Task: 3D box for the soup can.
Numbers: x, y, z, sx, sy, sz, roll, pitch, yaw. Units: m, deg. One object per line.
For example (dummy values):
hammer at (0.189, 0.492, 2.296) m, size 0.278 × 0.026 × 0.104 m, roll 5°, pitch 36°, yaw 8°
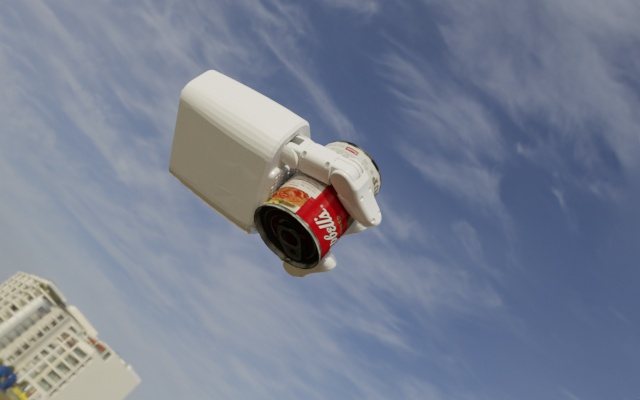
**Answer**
soup can at (0.001, 0.001, 0.418) m, size 0.068 × 0.068 × 0.102 m, roll 0°, pitch 36°, yaw 45°
